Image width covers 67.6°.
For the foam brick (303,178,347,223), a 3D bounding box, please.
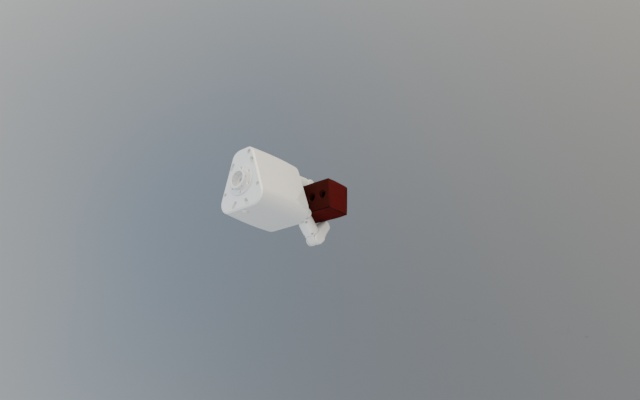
[{"bbox_3d":[0.000,0.003,0.812,0.078,0.053,0.051,-17,-29,34],"label":"foam brick"}]
